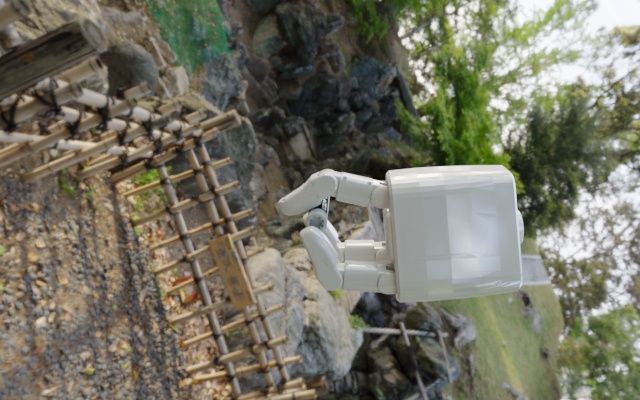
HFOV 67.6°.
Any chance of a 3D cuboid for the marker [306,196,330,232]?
[{"bbox_3d":[0.000,0.002,0.476,0.020,0.020,0.121,0,18,4],"label":"marker"}]
